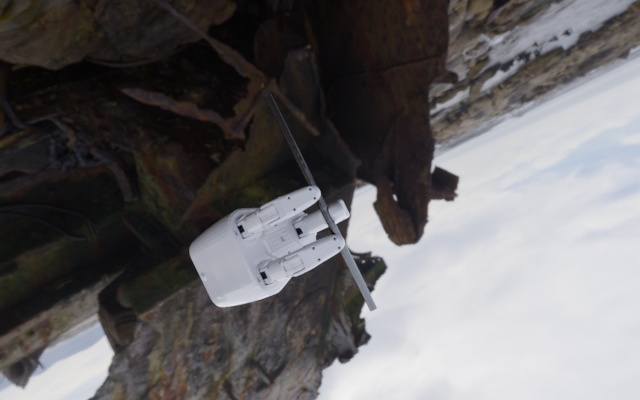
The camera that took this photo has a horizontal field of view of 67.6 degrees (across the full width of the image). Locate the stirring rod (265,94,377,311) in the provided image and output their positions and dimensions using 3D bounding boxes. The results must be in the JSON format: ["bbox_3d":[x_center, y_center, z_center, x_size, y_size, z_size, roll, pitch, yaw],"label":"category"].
[{"bbox_3d":[0.000,0.001,0.482,0.011,0.239,0.011,-26,-1,-1],"label":"stirring rod"}]
